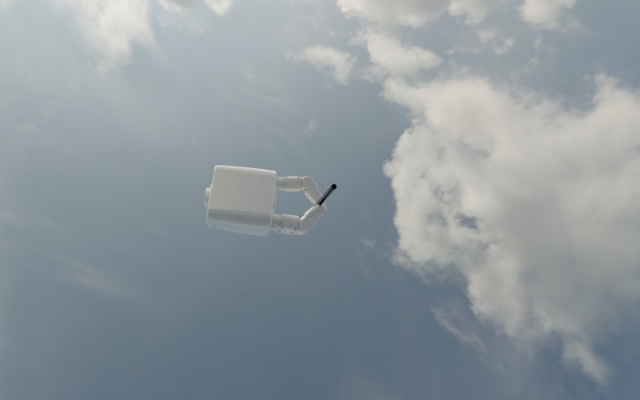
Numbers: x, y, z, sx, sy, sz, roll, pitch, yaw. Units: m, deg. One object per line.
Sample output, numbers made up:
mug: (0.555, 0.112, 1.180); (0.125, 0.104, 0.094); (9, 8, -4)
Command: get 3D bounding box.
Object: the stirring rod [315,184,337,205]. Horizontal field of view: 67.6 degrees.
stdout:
stirring rod: (0.000, 0.003, 0.803); (0.011, 0.011, 0.239); (0, -11, -9)
